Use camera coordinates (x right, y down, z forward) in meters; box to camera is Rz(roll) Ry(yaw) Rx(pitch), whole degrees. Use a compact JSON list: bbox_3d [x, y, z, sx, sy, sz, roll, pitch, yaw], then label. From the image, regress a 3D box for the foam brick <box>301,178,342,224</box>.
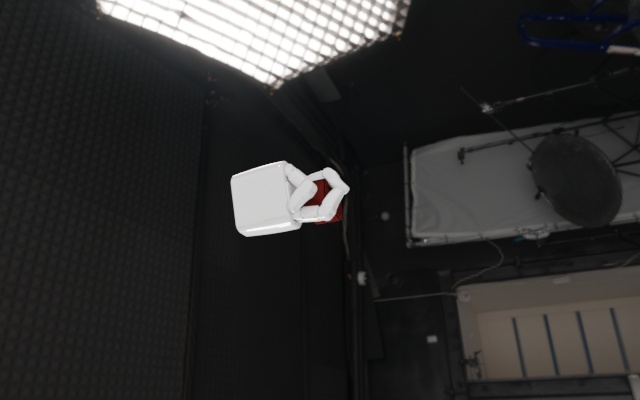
[{"bbox_3d":[0.000,0.003,0.849,0.051,0.053,0.078,-13,-27,20],"label":"foam brick"}]
